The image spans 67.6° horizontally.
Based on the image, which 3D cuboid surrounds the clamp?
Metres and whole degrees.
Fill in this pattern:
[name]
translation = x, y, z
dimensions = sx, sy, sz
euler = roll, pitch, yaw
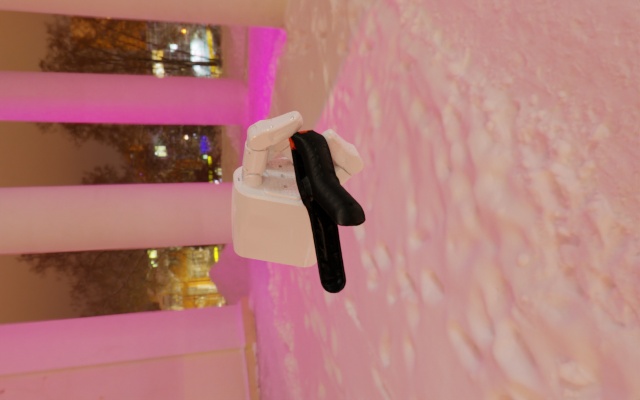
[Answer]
[clamp]
translation = -0.001, 0.001, 0.466
dimensions = 0.039, 0.120, 0.171
euler = -1, 41, -17
